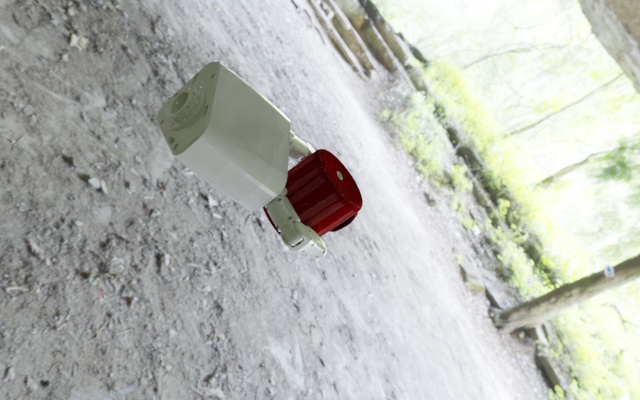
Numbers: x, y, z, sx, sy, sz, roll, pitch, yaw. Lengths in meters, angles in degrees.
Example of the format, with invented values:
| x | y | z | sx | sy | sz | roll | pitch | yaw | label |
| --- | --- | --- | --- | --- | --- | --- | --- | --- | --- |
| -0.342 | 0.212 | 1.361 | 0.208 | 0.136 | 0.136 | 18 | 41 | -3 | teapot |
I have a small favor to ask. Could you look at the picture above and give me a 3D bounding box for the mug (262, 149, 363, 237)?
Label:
| x | y | z | sx | sy | sz | roll | pitch | yaw | label |
| --- | --- | --- | --- | --- | --- | --- | --- | --- | --- |
| 0.001 | 0.002 | 0.540 | 0.081 | 0.093 | 0.117 | -35 | -45 | 20 | mug |
